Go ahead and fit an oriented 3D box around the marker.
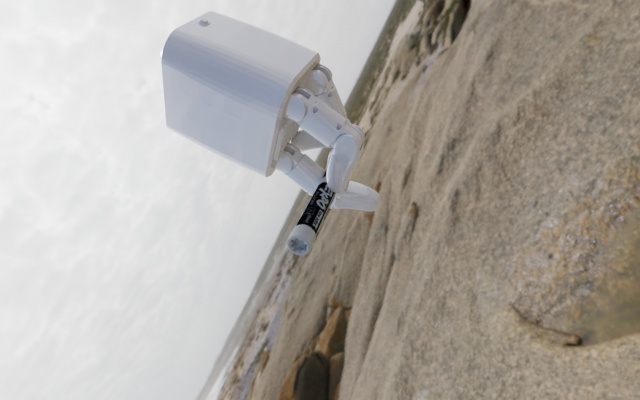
[{"bbox_3d":[0.000,0.001,0.400,0.020,0.020,0.121,0,33,19],"label":"marker"}]
